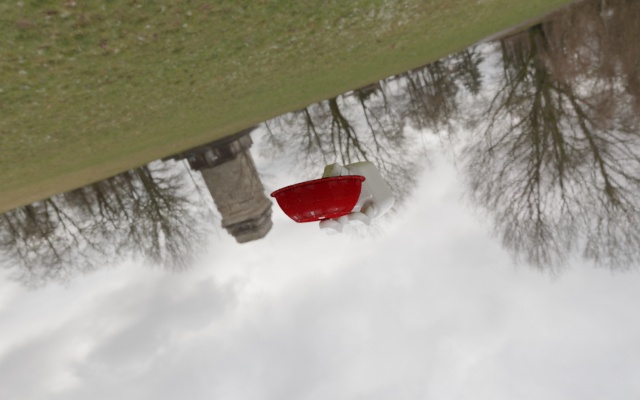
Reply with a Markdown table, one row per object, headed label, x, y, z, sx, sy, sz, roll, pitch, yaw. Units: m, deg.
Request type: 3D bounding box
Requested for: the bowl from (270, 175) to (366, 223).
| label | x | y | z | sx | sy | sz | roll | pitch | yaw |
| --- | --- | --- | --- | --- | --- | --- | --- | --- | --- |
| bowl | -0.001 | 0.003 | 0.791 | 0.162 | 0.055 | 0.162 | -10 | -7 | -1 |
